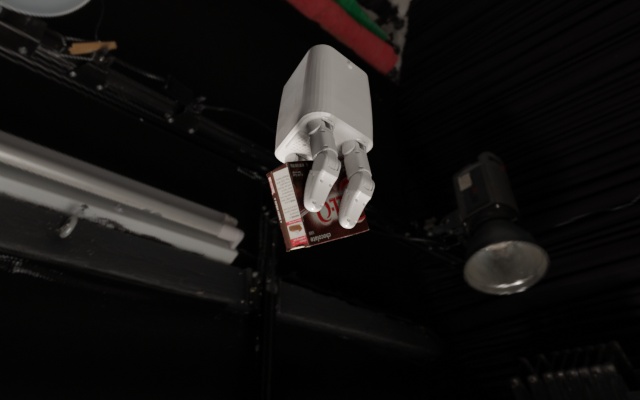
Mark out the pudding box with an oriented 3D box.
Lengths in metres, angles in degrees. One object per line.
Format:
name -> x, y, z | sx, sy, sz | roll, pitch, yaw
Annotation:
pudding box -> 0.000, 0.002, 0.530 | 0.039, 0.090, 0.113 | -20, -6, 41
